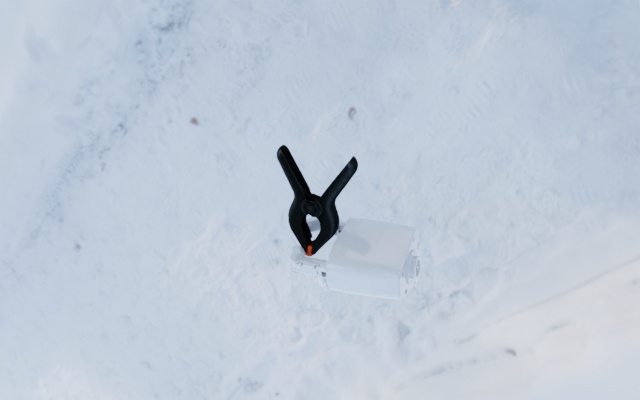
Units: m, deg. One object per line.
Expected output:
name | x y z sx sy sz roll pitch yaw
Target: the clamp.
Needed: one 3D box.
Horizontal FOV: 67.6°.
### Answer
clamp | 0.000 0.003 0.699 0.120 0.171 0.039 5 26 26
